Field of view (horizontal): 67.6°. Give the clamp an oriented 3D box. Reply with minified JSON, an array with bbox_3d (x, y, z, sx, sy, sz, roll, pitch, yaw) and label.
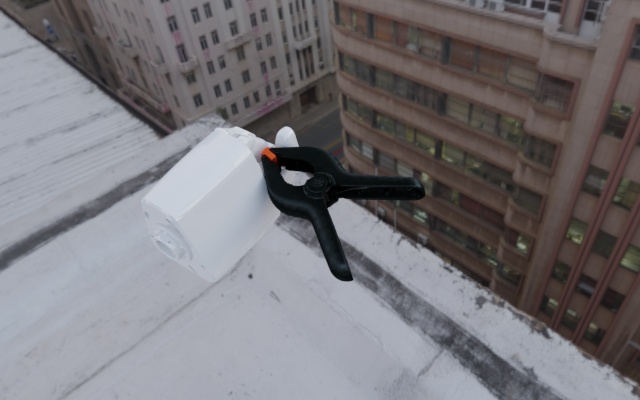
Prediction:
[{"bbox_3d":[0.000,0.001,0.463,0.171,0.120,0.039,22,-31,29],"label":"clamp"}]
